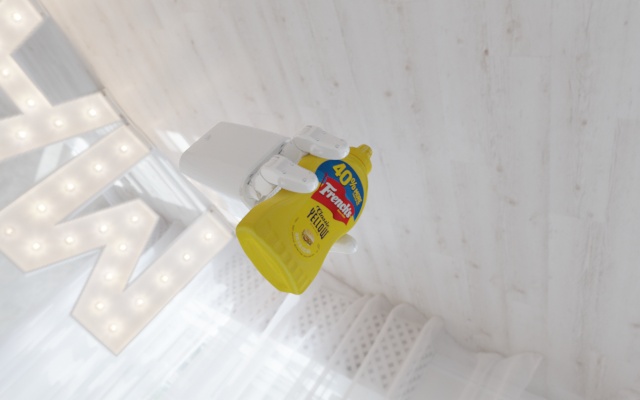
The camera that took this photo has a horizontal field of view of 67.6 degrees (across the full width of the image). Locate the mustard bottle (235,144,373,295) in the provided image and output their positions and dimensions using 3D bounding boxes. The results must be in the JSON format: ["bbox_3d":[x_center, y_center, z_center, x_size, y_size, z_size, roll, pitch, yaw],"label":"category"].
[{"bbox_3d":[0.000,0.002,0.514,0.058,0.096,0.191,-2,39,48],"label":"mustard bottle"}]
